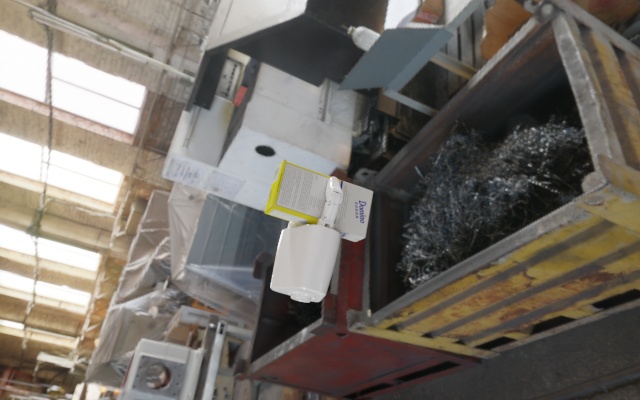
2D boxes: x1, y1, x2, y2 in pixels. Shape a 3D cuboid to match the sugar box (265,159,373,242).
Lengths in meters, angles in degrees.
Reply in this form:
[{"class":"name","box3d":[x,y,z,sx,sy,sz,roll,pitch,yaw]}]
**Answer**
[{"class":"sugar box","box3d":[0.000,0.003,0.832,0.176,0.093,0.048,20,-23,-19]}]
